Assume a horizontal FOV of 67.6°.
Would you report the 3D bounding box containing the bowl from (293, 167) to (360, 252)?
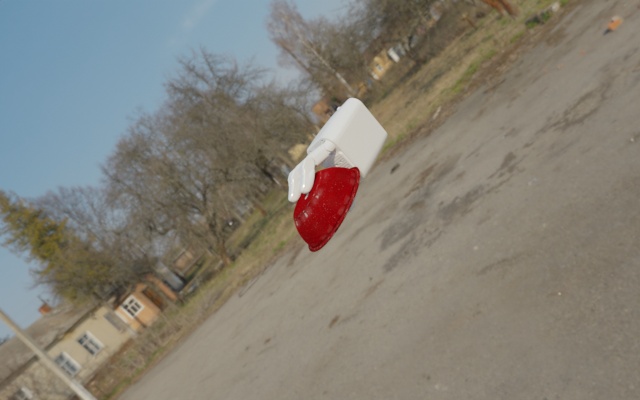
[{"bbox_3d":[-0.001,0.003,0.796,0.055,0.162,0.162,28,-7,-14],"label":"bowl"}]
